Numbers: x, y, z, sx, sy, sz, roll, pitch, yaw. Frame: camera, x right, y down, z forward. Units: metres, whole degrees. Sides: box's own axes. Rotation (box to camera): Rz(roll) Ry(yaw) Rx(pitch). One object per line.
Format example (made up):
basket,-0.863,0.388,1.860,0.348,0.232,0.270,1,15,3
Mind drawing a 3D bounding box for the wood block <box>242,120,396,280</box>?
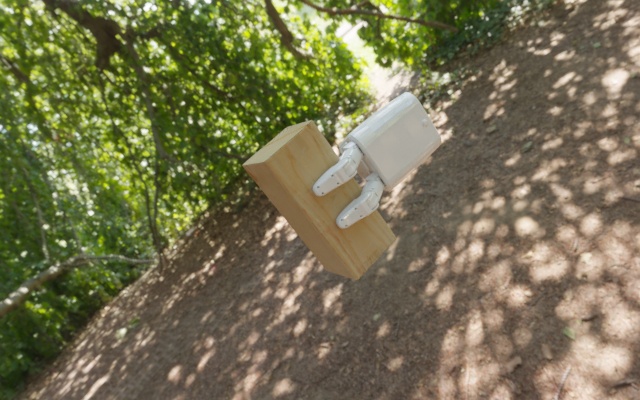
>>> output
wood block,0.000,0.002,0.665,0.090,0.206,0.091,-44,19,-19
